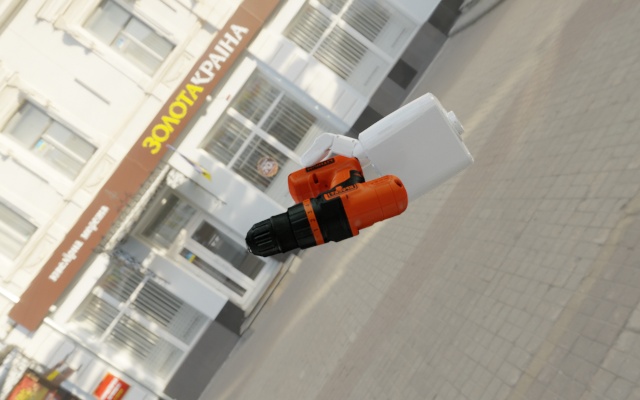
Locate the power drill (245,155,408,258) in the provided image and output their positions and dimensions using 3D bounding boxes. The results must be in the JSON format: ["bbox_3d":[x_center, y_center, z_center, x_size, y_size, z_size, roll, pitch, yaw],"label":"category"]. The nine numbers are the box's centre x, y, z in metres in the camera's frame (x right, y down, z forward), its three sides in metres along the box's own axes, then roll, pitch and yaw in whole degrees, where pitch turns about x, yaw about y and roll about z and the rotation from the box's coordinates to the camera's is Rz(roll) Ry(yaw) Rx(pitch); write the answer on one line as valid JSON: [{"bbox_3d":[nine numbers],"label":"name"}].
[{"bbox_3d":[0.000,0.002,0.589,0.184,0.057,0.187,-17,18,0],"label":"power drill"}]
